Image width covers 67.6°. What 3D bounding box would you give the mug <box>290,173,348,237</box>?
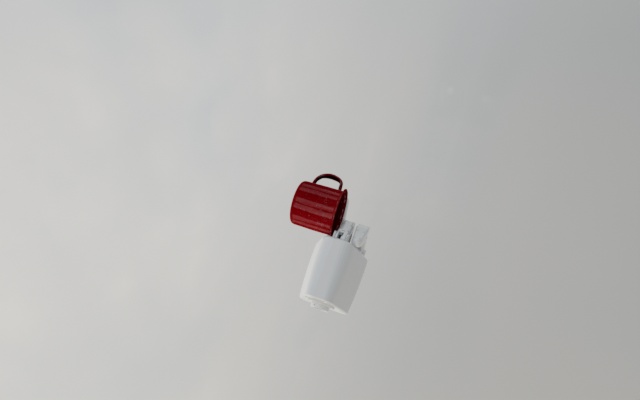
[{"bbox_3d":[0.000,0.001,0.854,0.081,0.117,0.093,16,-20,12],"label":"mug"}]
